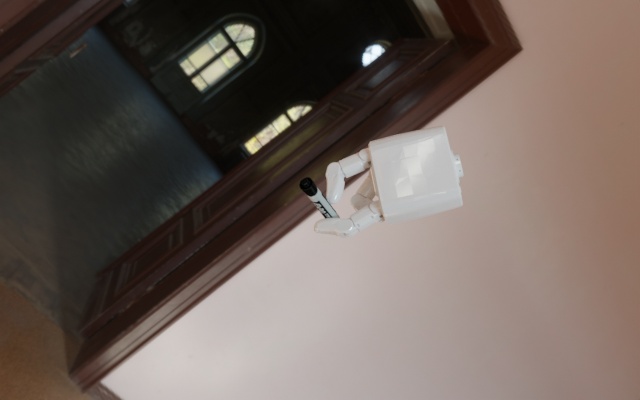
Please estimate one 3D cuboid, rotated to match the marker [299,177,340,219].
[{"bbox_3d":[0.000,0.002,0.649,0.020,0.020,0.121,0,-26,21],"label":"marker"}]
